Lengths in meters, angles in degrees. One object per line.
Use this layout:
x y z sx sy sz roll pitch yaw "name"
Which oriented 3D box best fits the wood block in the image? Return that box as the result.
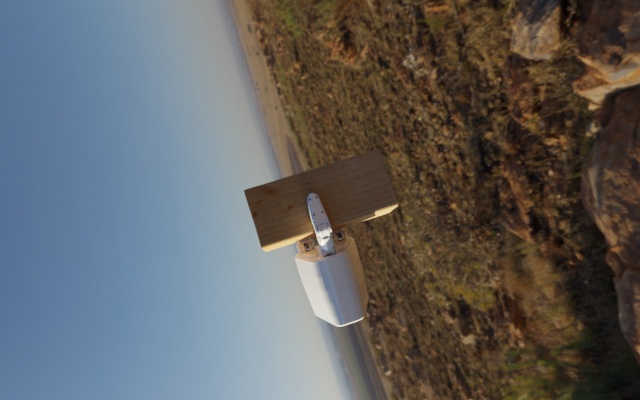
0.000 0.003 0.724 0.206 0.090 0.091 -17 -8 -5 "wood block"
